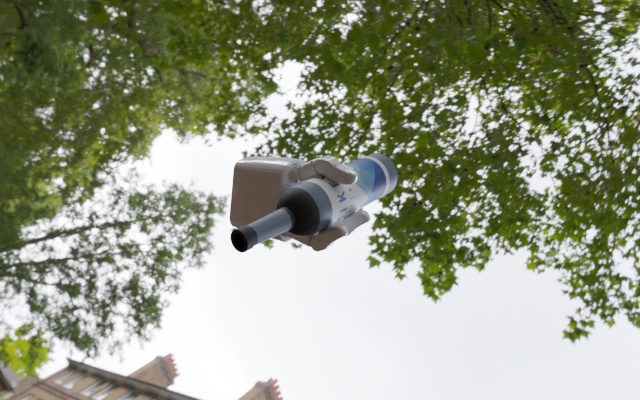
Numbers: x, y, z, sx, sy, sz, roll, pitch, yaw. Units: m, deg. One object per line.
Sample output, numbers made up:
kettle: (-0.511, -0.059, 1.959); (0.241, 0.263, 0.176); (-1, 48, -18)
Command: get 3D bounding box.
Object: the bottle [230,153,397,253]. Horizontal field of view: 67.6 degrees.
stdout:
bottle: (0.000, 0.002, 0.630); (0.069, 0.069, 0.295); (0, 17, 40)
